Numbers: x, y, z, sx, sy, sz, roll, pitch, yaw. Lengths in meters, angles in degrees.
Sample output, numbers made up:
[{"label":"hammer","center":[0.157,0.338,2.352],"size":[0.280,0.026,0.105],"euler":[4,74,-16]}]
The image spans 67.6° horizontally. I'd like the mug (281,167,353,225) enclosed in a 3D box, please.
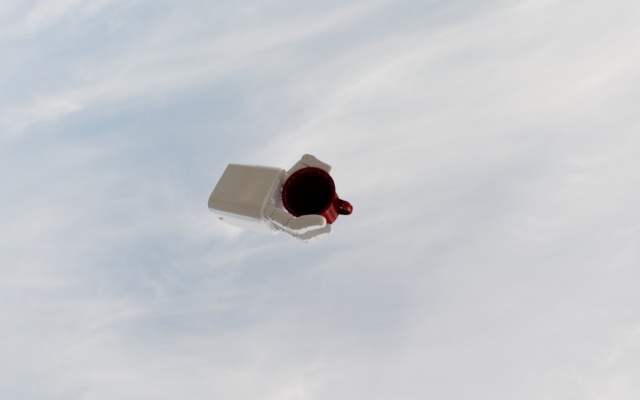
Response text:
[{"label":"mug","center":[0.002,0.003,0.818],"size":[0.117,0.093,0.081],"euler":[11,-17,18]}]
